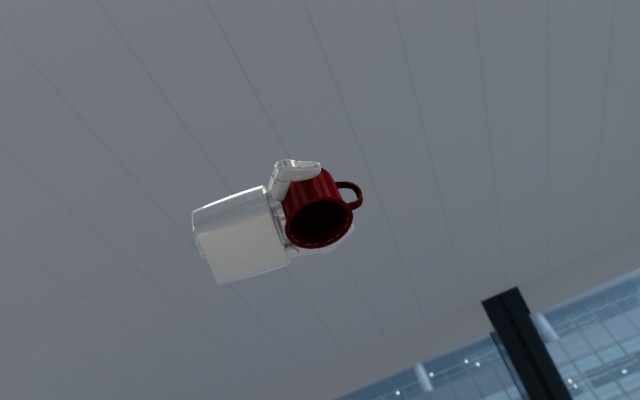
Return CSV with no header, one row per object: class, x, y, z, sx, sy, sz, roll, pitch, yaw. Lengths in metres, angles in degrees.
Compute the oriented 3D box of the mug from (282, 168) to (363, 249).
mug,0.001,0.002,0.657,0.117,0.093,0.081,-18,43,-4
